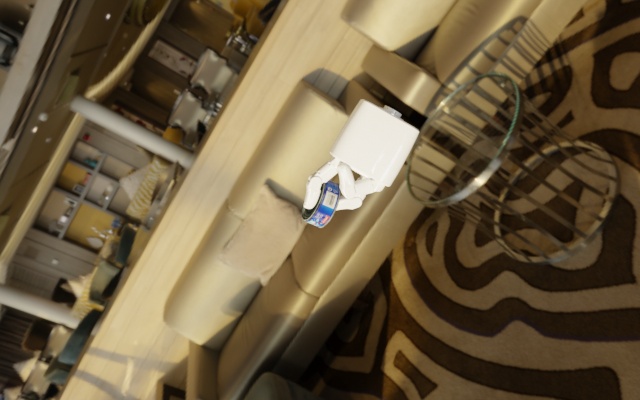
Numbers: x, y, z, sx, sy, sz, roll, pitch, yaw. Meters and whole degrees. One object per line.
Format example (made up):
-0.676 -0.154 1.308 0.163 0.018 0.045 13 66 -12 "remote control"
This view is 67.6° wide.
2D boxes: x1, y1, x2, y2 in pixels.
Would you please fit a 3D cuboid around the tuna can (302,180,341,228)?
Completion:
0.000 0.003 0.847 0.034 0.086 0.086 23 -8 -20 "tuna can"
